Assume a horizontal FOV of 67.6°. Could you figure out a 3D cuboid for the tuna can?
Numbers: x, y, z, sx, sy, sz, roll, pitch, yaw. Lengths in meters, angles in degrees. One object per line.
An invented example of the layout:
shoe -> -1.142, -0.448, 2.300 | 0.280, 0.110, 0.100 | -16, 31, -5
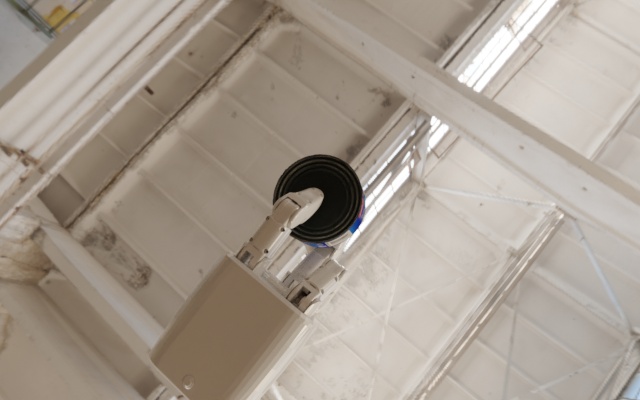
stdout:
tuna can -> 0.000, 0.002, 0.458 | 0.086, 0.086, 0.034 | 0, -14, 13
